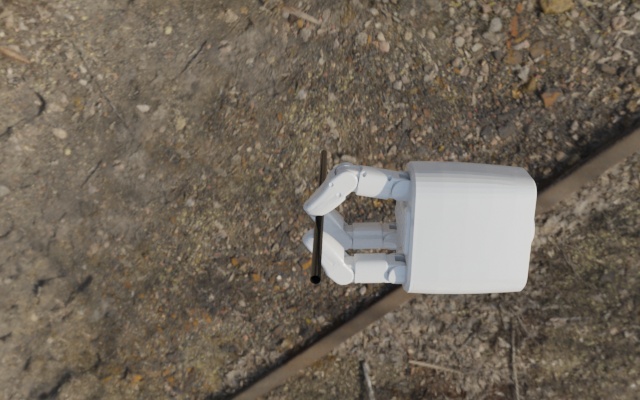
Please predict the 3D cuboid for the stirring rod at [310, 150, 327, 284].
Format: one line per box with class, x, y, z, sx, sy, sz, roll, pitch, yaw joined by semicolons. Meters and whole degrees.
stirring rod;0.000;0.001;0.461;0.011;0.011;0.239;0;29;2
